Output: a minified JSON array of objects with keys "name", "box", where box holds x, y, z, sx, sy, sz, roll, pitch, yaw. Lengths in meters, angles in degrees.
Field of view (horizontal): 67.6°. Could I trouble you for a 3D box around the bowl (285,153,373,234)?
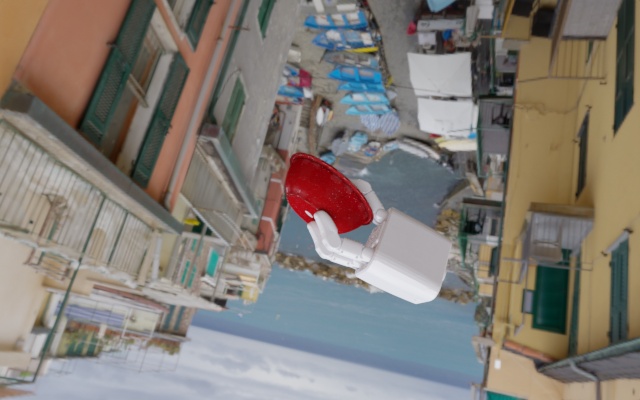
[{"name":"bowl","box":[-0.001,0.002,0.733,0.162,0.055,0.162,36,-19,14]}]
